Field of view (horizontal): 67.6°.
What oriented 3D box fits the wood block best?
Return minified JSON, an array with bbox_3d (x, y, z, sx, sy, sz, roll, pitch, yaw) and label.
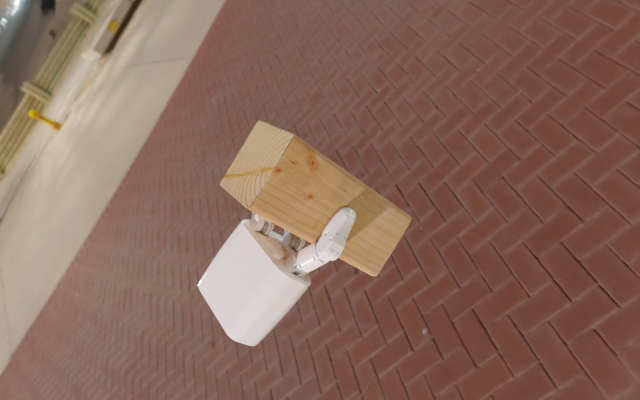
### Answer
[{"bbox_3d":[0.000,0.002,0.569,0.206,0.090,0.090,32,0,-36],"label":"wood block"}]
